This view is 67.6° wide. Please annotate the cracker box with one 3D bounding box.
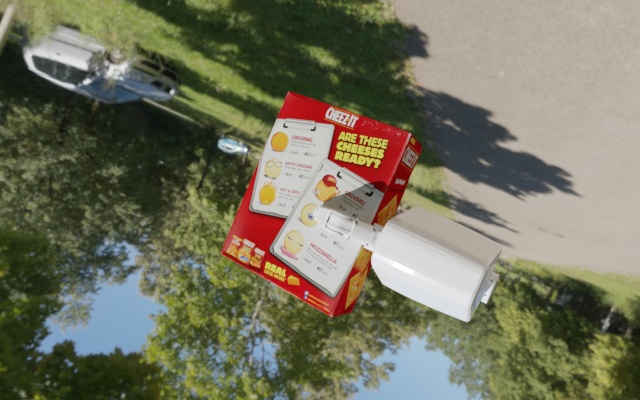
[{"bbox_3d":[0.000,0.002,0.563,0.164,0.213,0.072,24,2,25],"label":"cracker box"}]
